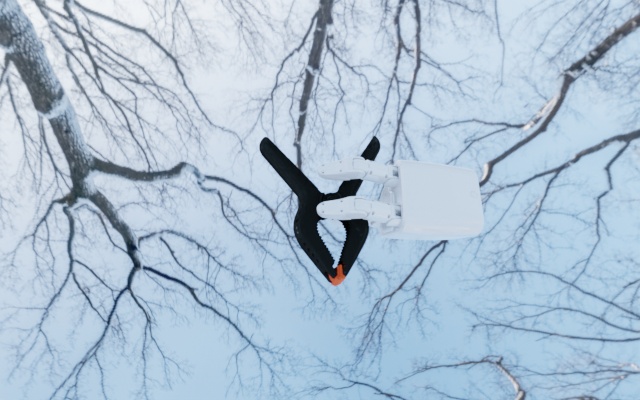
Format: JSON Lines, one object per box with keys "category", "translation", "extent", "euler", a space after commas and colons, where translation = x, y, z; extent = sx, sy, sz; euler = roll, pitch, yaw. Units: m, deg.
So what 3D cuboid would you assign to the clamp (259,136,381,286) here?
{"category": "clamp", "translation": [0.000, 0.003, 0.608], "extent": [0.164, 0.210, 0.036], "euler": [4, -26, -7]}
